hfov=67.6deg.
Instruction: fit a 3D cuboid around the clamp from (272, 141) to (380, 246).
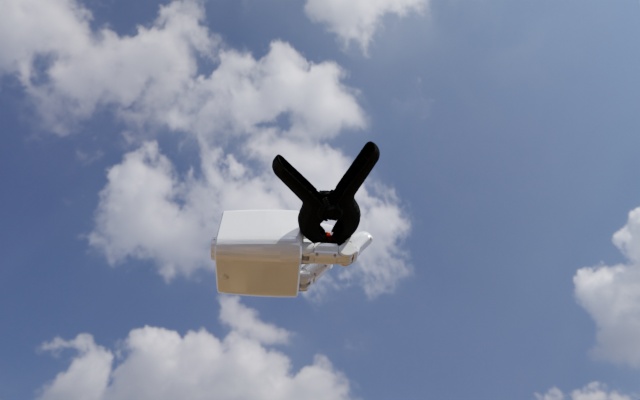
[{"bbox_3d":[0.000,0.002,0.577,0.120,0.172,0.039,2,40,-6],"label":"clamp"}]
